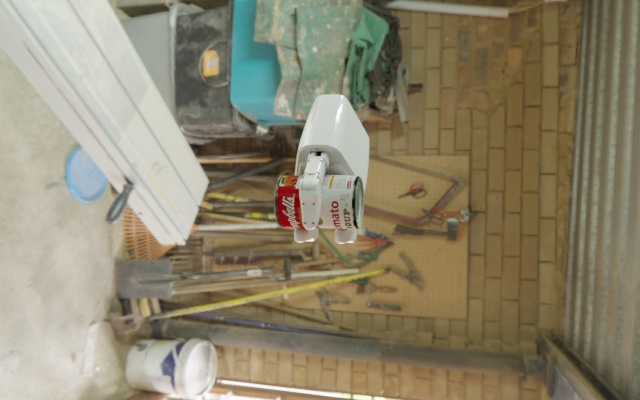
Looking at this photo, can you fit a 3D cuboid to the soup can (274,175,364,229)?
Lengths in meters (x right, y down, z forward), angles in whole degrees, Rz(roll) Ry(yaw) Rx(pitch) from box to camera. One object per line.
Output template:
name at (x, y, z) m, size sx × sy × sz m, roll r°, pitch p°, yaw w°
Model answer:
soup can at (0.000, 0.002, 0.605) m, size 0.102 × 0.068 × 0.068 m, roll 1°, pitch 0°, yaw 14°
